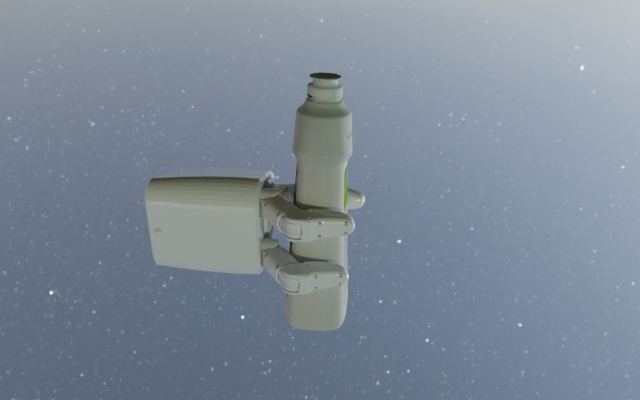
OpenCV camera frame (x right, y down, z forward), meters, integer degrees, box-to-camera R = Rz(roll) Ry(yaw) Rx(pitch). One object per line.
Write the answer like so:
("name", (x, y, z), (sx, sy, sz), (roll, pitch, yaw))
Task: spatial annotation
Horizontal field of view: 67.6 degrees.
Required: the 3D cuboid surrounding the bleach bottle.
("bleach bottle", (0.000, 0.002, 0.472), (0.068, 0.251, 0.102), (3, 27, 0))
